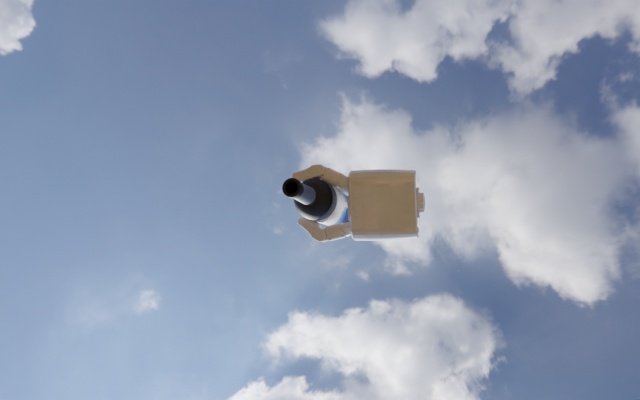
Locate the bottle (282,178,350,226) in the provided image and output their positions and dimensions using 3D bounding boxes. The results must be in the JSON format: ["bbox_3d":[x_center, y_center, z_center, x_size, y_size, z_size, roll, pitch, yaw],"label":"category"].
[{"bbox_3d":[0.000,0.003,0.797,0.069,0.069,0.296,0,-8,16],"label":"bottle"}]
